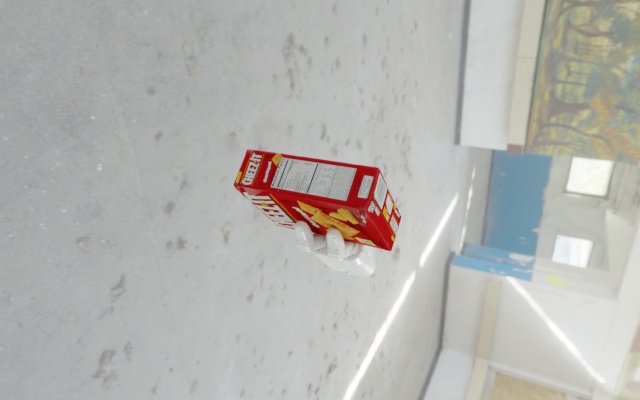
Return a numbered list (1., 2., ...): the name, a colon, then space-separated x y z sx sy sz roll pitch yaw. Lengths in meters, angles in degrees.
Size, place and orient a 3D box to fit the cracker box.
1. cracker box: 0.000 0.002 0.727 0.213 0.072 0.164 10 -21 25
